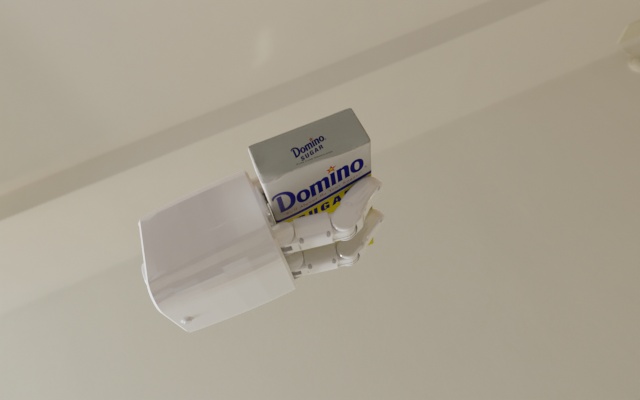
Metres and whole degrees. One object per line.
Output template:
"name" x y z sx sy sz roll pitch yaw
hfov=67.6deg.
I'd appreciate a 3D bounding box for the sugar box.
"sugar box" 0.000 0.002 0.443 0.093 0.048 0.176 -22 -29 -6
